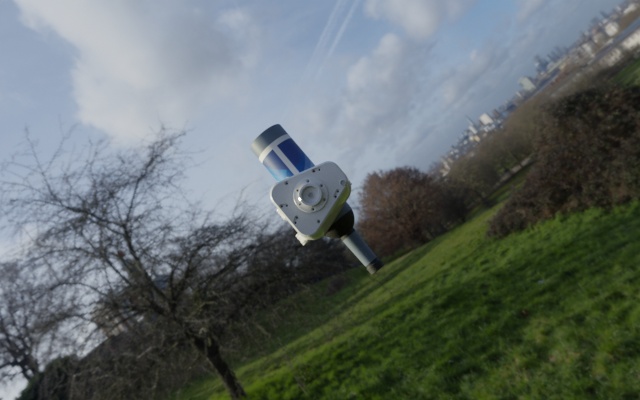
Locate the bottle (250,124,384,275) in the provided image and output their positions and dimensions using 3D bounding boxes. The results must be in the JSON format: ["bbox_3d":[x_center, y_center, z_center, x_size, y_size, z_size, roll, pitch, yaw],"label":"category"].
[{"bbox_3d":[0.000,0.002,0.802,0.069,0.295,0.069,-40,-6,-5],"label":"bottle"}]
